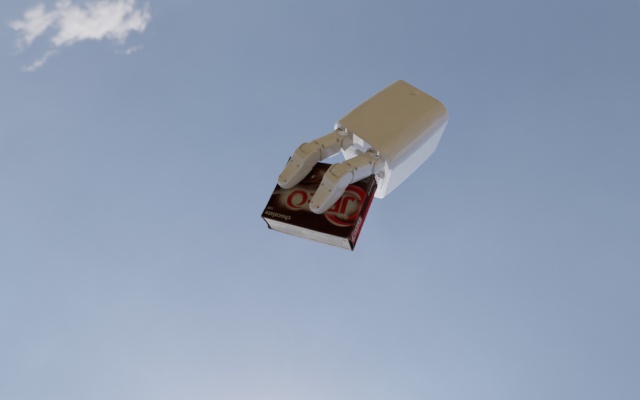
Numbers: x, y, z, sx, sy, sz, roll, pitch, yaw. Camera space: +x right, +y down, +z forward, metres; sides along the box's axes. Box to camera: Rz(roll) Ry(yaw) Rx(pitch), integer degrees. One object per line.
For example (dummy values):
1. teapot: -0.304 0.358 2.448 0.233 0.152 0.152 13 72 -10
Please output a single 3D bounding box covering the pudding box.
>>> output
1. pudding box: 0.000 0.002 0.561 0.113 0.090 0.039 11 -30 22
